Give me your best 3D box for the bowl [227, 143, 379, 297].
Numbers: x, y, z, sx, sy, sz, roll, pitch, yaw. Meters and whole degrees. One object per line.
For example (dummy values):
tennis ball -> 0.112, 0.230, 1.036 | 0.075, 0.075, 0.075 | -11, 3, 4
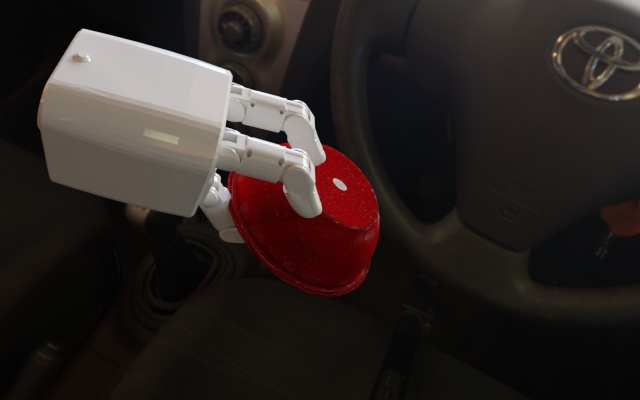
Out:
bowl -> 0.001, 0.001, 0.431 | 0.162, 0.162, 0.055 | 0, -34, -46
